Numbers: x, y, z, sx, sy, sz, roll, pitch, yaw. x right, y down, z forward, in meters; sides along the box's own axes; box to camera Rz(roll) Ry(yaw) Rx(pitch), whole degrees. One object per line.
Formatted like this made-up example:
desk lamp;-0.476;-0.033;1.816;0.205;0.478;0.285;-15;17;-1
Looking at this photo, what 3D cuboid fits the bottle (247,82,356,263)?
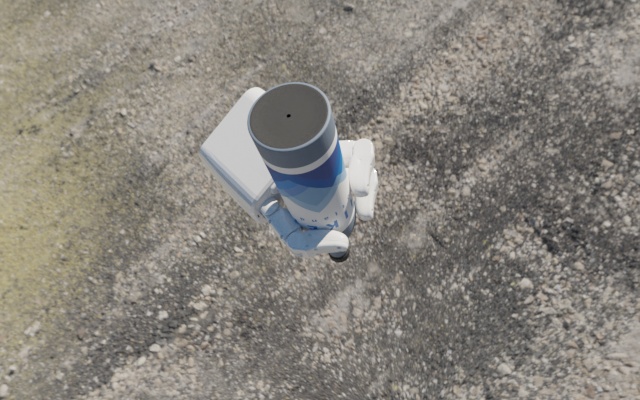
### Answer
bottle;0.000;0.002;0.495;0.069;0.069;0.296;0;-27;11
